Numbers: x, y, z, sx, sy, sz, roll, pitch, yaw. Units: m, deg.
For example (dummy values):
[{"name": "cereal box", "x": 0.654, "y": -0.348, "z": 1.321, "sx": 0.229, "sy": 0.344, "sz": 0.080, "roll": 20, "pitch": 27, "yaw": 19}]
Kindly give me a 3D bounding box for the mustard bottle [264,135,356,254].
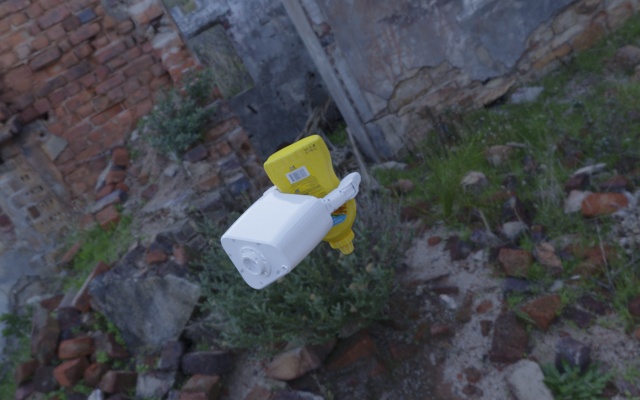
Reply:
[{"name": "mustard bottle", "x": 0.000, "y": 0.002, "z": 0.732, "sx": 0.096, "sy": 0.192, "sz": 0.058, "roll": -23, "pitch": 18, "yaw": 20}]
